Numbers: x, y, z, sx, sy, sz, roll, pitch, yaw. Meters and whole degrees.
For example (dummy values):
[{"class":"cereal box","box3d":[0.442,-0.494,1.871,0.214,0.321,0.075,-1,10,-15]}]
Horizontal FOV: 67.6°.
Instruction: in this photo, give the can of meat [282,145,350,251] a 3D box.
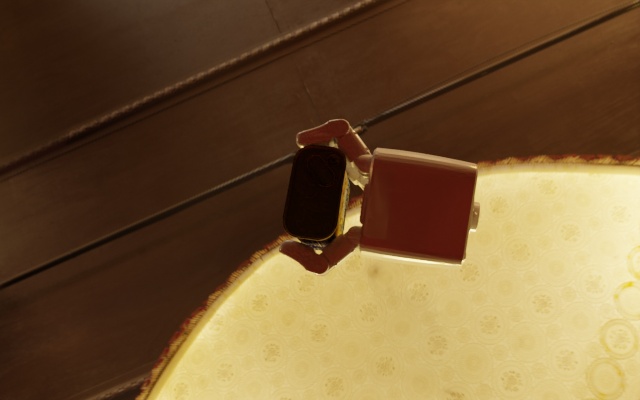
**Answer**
[{"class":"can of meat","box3d":[0.000,0.002,0.531,0.057,0.102,0.084,6,-15,11]}]
